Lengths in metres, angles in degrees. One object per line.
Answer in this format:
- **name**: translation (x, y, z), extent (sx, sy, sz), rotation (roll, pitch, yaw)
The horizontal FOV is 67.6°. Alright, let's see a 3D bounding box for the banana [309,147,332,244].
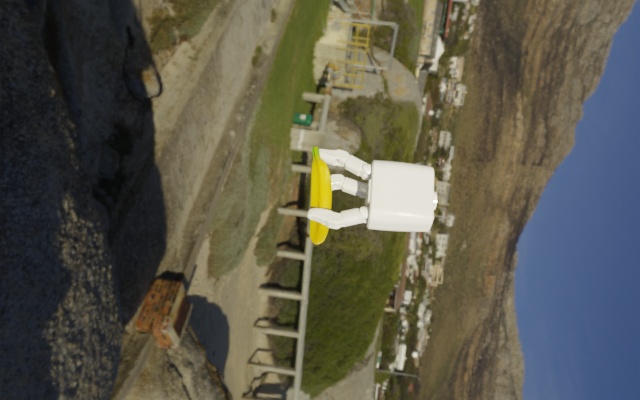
- **banana**: translation (0.000, 0.009, 0.838), extent (0.037, 0.198, 0.069), rotation (2, 30, -1)
